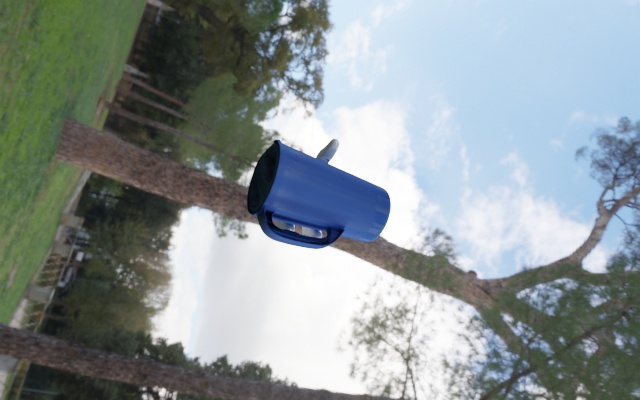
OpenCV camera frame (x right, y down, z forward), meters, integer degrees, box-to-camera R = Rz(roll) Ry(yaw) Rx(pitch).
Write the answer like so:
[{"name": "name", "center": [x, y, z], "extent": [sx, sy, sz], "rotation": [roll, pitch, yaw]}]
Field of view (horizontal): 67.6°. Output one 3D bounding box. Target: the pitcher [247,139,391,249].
[{"name": "pitcher", "center": [0.000, 0.003, 0.846], "extent": [0.243, 0.149, 0.145], "rotation": [19, 10, -23]}]
